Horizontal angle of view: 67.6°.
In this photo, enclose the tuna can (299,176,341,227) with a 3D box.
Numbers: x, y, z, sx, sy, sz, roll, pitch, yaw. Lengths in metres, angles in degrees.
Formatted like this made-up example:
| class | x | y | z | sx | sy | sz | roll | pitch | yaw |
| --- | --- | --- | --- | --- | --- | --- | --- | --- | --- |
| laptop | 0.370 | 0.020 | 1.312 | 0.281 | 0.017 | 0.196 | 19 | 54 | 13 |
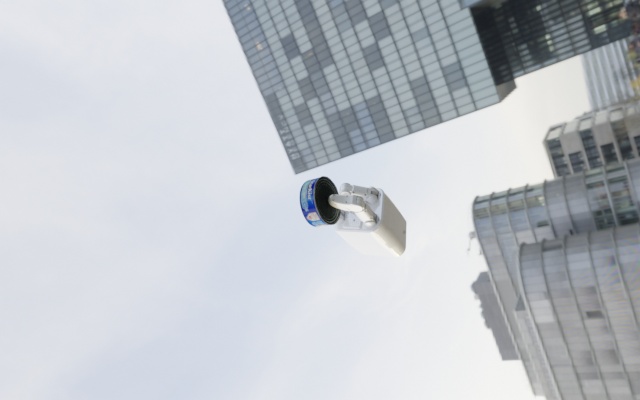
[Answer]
| class | x | y | z | sx | sy | sz | roll | pitch | yaw |
| --- | --- | --- | --- | --- | --- | --- | --- | --- | --- |
| tuna can | 0.000 | 0.003 | 0.827 | 0.034 | 0.086 | 0.086 | -12 | -6 | 31 |
